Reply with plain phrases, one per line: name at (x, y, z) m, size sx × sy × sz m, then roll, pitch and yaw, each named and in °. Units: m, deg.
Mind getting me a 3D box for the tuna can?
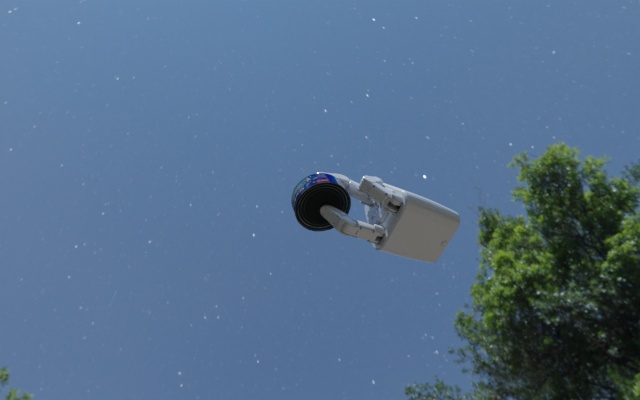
tuna can at (0.000, 0.002, 0.717) m, size 0.086 × 0.086 × 0.033 m, roll 0°, pitch 31°, yaw -17°
